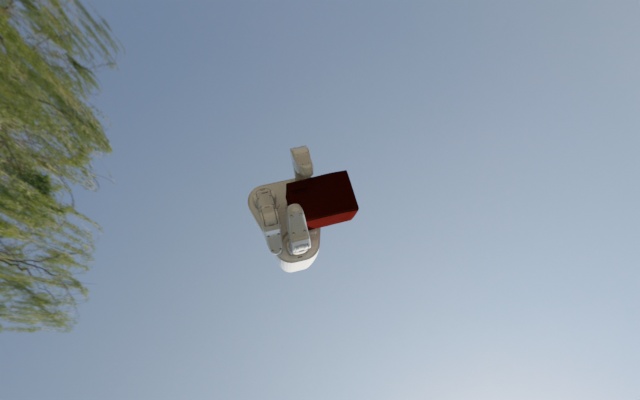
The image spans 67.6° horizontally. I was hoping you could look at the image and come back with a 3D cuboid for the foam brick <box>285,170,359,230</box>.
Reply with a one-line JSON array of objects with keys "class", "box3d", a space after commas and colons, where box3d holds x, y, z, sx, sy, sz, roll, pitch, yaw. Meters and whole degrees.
[{"class": "foam brick", "box3d": [0.000, 0.002, 0.584, 0.078, 0.053, 0.051, -12, -16, -8]}]
